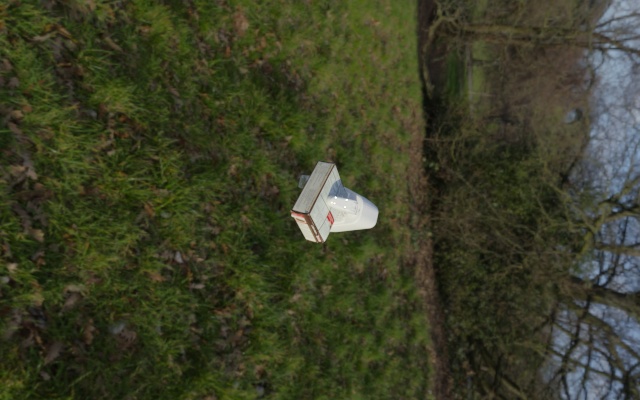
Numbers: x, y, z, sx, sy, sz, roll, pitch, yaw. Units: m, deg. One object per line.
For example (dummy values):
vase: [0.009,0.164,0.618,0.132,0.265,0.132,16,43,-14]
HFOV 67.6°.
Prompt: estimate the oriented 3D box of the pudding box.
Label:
pudding box: [0.000,0.003,0.815,0.039,0.113,0.090,9,-33,27]
